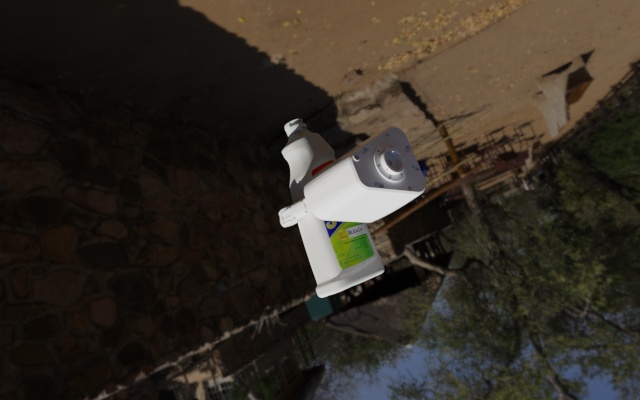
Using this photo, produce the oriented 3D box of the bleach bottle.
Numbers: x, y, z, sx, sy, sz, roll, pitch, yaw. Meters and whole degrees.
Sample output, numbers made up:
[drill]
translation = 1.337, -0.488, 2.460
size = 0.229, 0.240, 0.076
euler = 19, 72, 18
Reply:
[bleach bottle]
translation = 0.000, 0.002, 0.683
size = 0.102, 0.251, 0.068
euler = -16, -10, -36
